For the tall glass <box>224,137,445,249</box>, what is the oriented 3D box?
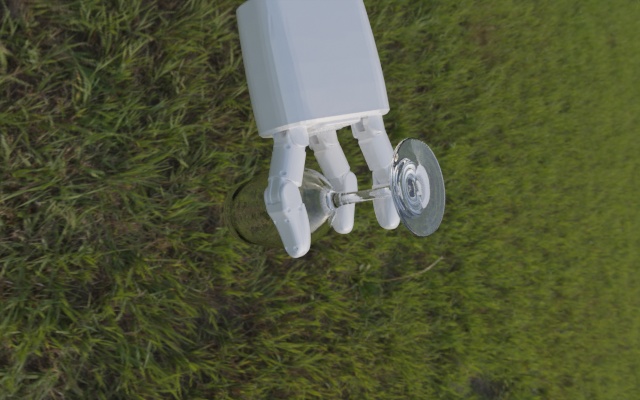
[{"bbox_3d":[0.001,0.001,0.417,0.201,0.079,0.079,-9,-6,42],"label":"tall glass"}]
